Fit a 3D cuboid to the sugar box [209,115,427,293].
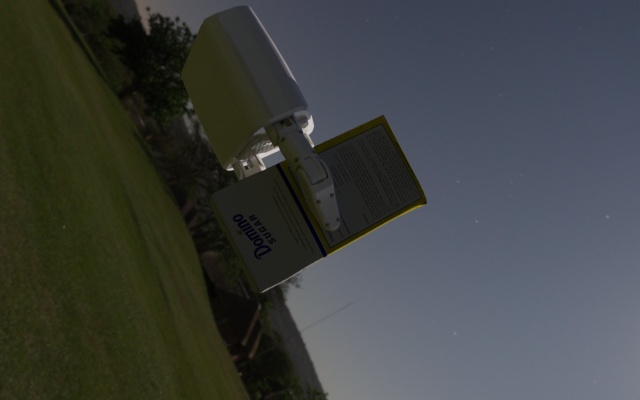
[{"bbox_3d":[0.000,0.001,0.430,0.176,0.093,0.048,-26,-4,-16],"label":"sugar box"}]
